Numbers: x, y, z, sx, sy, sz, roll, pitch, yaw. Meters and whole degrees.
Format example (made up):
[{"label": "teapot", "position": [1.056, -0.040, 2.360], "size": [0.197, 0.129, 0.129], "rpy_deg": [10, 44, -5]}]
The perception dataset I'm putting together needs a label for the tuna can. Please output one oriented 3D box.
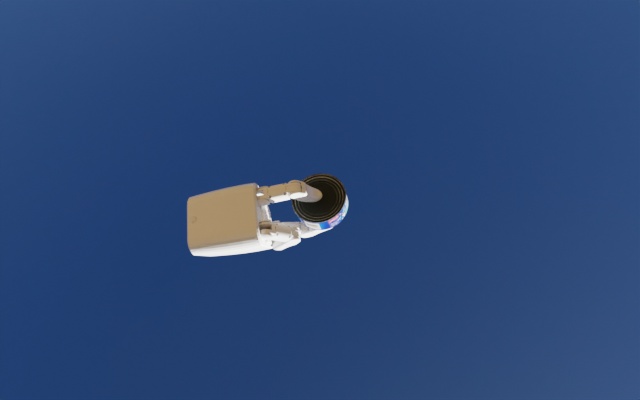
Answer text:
[{"label": "tuna can", "position": [0.000, 0.003, 0.748], "size": [0.086, 0.086, 0.034], "rpy_deg": [0, -27, 12]}]
